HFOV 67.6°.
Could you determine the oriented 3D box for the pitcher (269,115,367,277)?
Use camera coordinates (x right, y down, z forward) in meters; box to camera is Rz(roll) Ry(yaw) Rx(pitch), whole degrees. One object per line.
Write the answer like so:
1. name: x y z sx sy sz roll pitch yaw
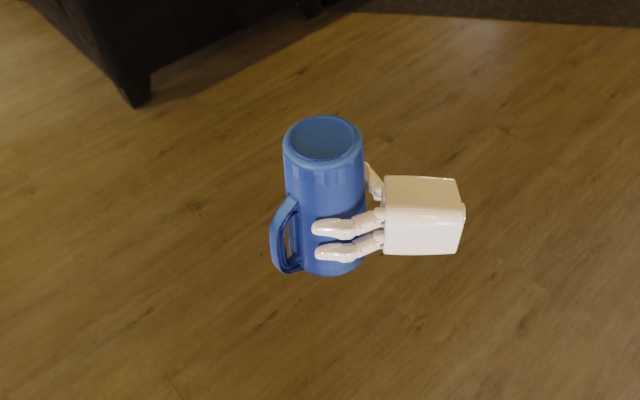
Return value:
1. pitcher: 0.000 0.002 0.712 0.145 0.149 0.243 2 -41 6
